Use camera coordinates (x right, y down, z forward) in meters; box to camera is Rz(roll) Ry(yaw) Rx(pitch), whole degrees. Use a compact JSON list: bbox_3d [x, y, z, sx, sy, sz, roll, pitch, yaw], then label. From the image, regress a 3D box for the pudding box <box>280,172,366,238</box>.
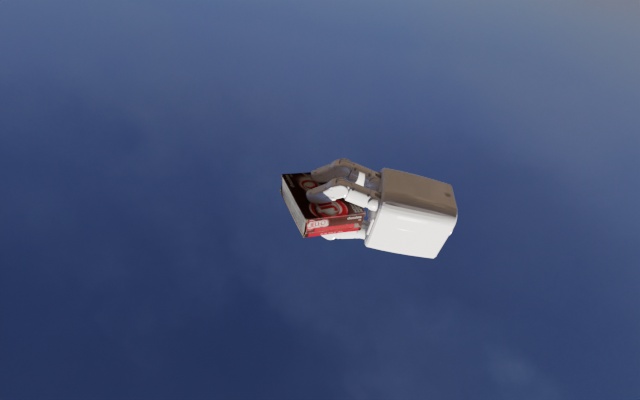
[{"bbox_3d":[0.000,0.002,0.691,0.090,0.039,0.113,-5,36,-23],"label":"pudding box"}]
